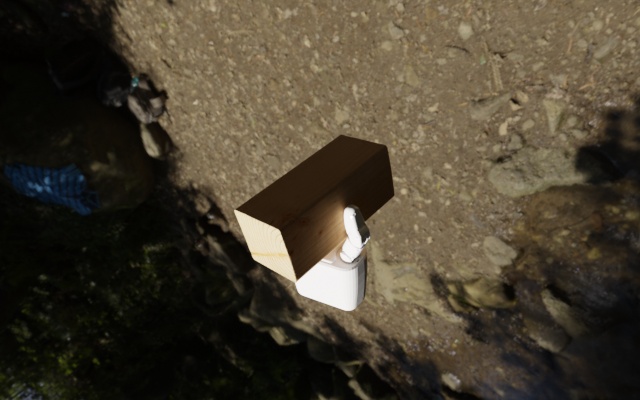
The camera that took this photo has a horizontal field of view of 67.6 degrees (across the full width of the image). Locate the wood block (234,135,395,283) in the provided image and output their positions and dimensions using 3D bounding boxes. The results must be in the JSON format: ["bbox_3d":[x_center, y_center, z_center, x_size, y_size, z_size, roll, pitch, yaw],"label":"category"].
[{"bbox_3d":[0.000,0.003,0.651,0.091,0.090,0.206,21,48,40],"label":"wood block"}]
